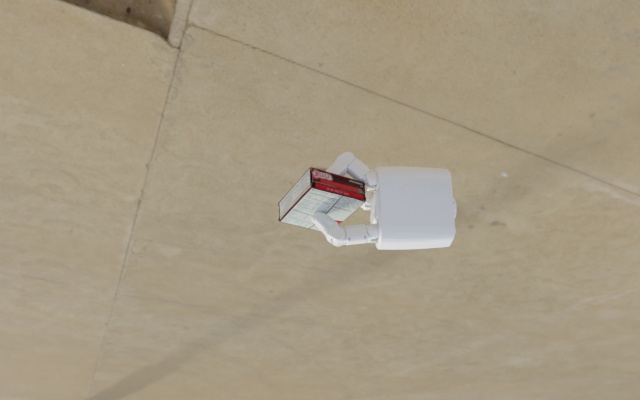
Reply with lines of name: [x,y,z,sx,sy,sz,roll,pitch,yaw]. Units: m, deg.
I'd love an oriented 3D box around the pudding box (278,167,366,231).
pudding box: [0.000,0.002,0.699,0.090,0.039,0.113,15,-36,-24]
